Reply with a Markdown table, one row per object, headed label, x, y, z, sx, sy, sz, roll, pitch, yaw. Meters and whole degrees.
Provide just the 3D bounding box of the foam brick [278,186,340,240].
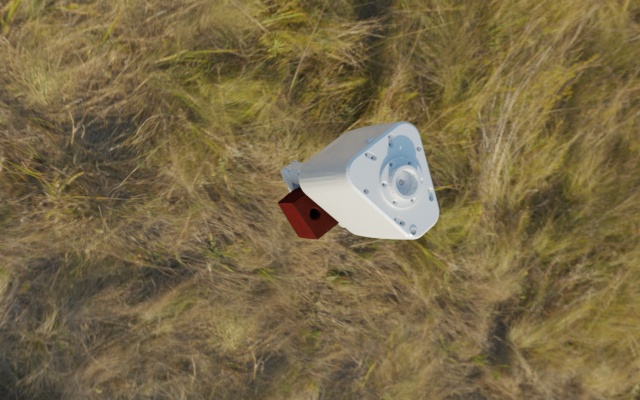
| label | x | y | z | sx | sy | sz | roll | pitch | yaw |
| --- | --- | --- | --- | --- | --- | --- | --- | --- | --- |
| foam brick | 0.000 | 0.002 | 0.557 | 0.078 | 0.053 | 0.051 | -38 | 16 | -19 |
